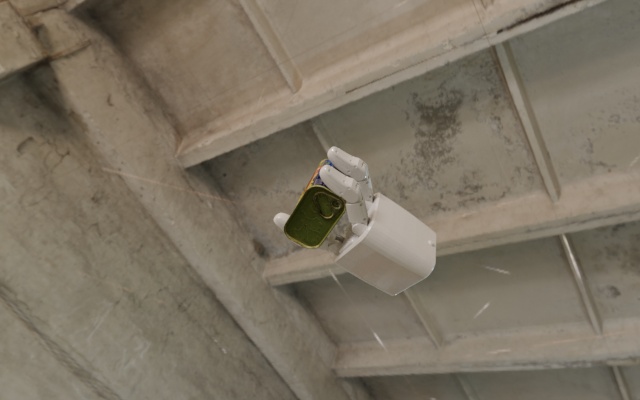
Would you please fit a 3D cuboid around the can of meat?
[{"bbox_3d":[0.000,0.002,0.658,0.057,0.102,0.084,30,35,-5],"label":"can of meat"}]
